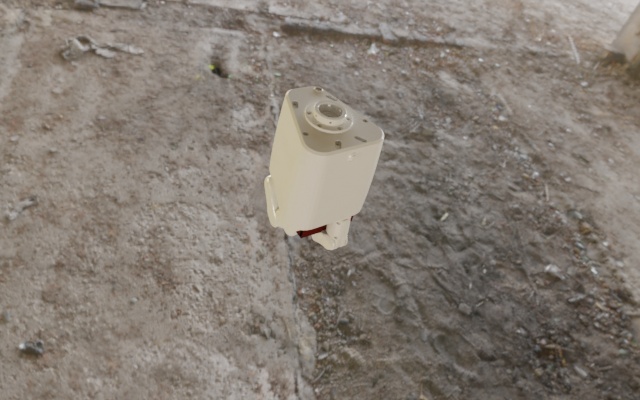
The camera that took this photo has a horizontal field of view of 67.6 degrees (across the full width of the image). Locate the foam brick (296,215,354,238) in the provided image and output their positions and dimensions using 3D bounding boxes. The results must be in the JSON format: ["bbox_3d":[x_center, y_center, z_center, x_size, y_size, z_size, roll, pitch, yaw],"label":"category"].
[{"bbox_3d":[0.000,0.002,0.577,0.078,0.051,0.053,-17,53,-29],"label":"foam brick"}]
